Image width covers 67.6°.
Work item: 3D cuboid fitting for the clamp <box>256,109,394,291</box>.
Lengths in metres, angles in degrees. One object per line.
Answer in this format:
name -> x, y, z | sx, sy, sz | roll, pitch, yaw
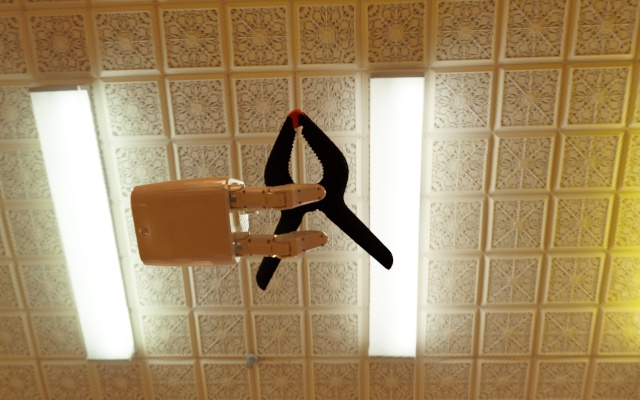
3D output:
clamp -> 0.000, 0.001, 0.544 | 0.164, 0.210, 0.036 | -3, 16, 0
